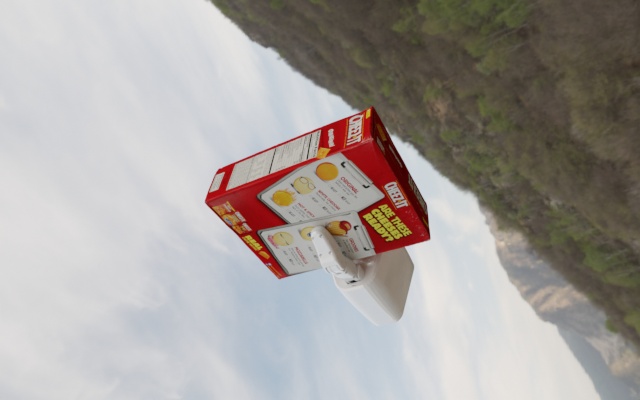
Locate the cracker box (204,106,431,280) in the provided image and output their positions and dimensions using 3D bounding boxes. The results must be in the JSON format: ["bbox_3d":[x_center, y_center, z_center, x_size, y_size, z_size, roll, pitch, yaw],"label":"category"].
[{"bbox_3d":[0.000,0.002,0.570,0.214,0.072,0.164,-19,-50,23],"label":"cracker box"}]
